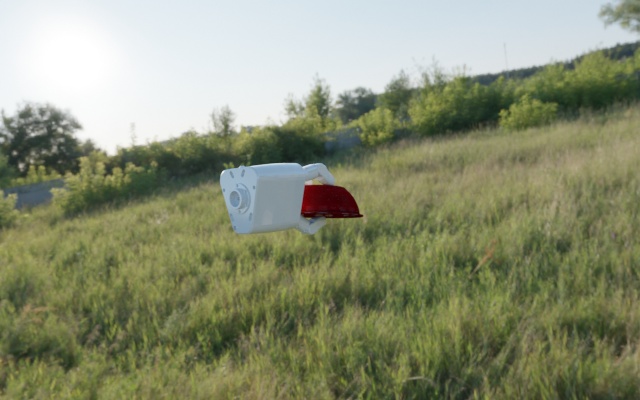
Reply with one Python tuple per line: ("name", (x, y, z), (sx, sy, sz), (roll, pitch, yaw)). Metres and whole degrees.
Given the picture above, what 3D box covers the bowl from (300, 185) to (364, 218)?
("bowl", (0.001, 0.003, 0.893), (0.162, 0.055, 0.162), (1, -5, 0))
